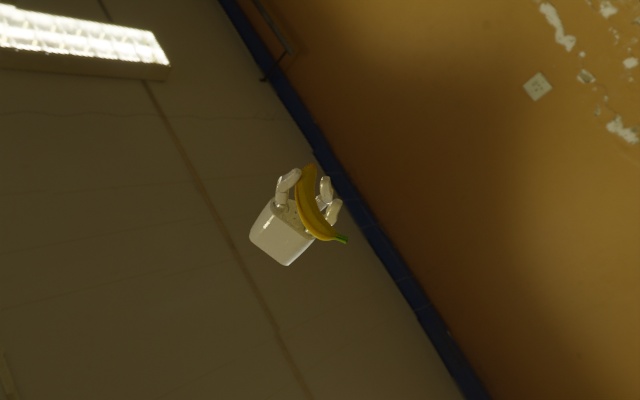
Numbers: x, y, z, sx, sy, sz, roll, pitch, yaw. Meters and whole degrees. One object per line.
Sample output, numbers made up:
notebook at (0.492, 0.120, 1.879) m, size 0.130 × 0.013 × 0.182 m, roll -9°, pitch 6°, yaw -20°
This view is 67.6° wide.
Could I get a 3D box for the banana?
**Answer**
banana at (-0.014, 0.004, 0.885) m, size 0.069 × 0.197 × 0.037 m, roll 6°, pitch -44°, yaw -34°
